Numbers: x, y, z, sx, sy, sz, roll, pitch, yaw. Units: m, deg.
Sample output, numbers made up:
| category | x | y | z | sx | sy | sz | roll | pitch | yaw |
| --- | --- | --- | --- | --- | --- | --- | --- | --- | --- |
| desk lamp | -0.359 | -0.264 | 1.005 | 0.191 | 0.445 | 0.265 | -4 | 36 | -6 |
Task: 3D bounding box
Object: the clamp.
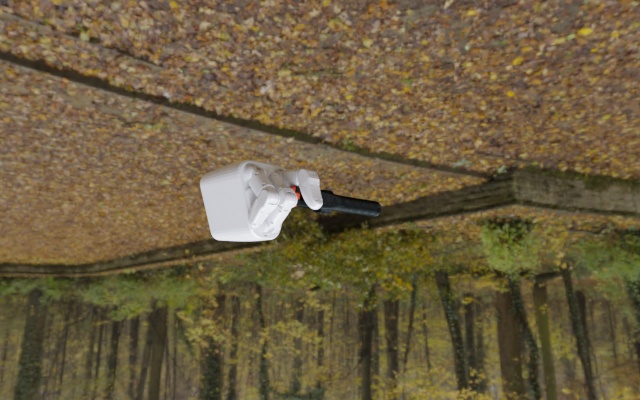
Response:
| category | x | y | z | sx | sy | sz | roll | pitch | yaw |
| --- | --- | --- | --- | --- | --- | --- | --- | --- | --- |
| clamp | 0.000 | 0.003 | 0.739 | 0.120 | 0.039 | 0.171 | -5 | -13 | 44 |
